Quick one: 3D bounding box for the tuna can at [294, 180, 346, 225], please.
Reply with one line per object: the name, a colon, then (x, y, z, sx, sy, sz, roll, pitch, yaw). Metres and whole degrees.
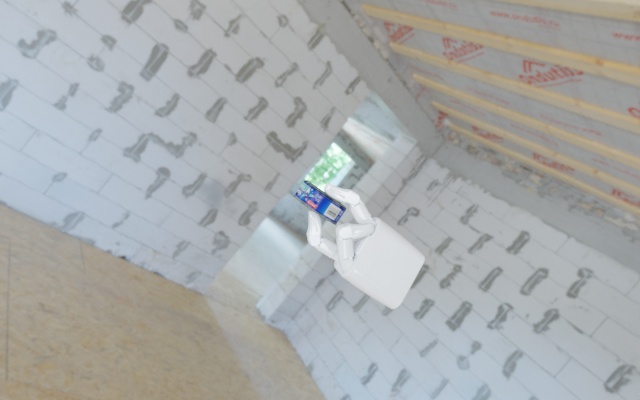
tuna can: (0.000, 0.002, 0.790, 0.086, 0.034, 0.086, 35, 3, -2)
